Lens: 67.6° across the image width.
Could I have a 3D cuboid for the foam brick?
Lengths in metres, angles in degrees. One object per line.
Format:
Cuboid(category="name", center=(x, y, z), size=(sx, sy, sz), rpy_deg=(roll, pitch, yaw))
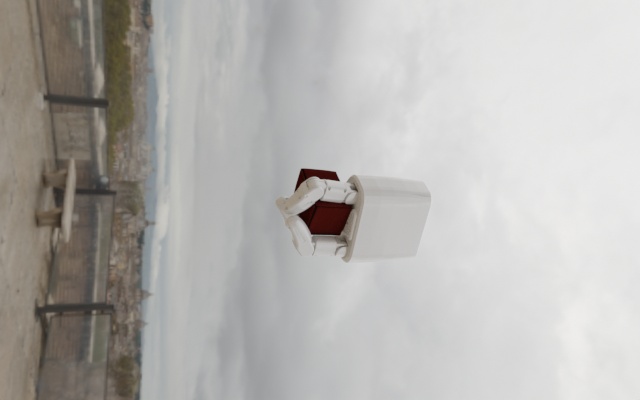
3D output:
Cuboid(category="foam brick", center=(0.000, 0.002, 0.635), size=(0.051, 0.053, 0.078), rpy_deg=(2, 42, -21))
